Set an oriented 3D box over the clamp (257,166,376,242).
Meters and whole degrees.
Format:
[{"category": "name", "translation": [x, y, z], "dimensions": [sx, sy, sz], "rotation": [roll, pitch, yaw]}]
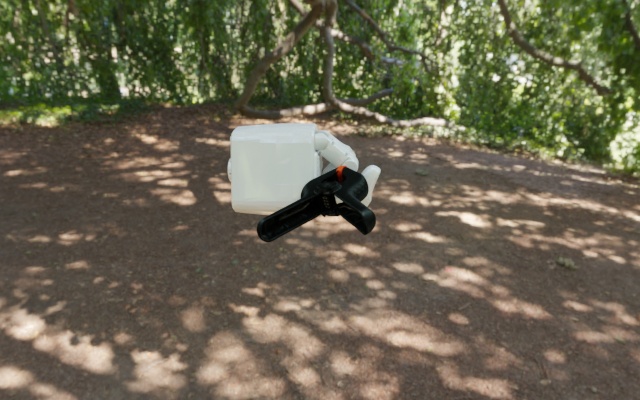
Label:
[{"category": "clamp", "translation": [0.000, 0.001, 0.529], "dimensions": [0.120, 0.039, 0.171], "rotation": [-3, 18, 7]}]
